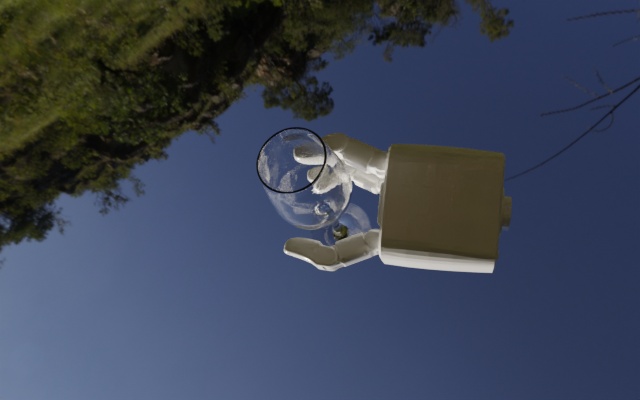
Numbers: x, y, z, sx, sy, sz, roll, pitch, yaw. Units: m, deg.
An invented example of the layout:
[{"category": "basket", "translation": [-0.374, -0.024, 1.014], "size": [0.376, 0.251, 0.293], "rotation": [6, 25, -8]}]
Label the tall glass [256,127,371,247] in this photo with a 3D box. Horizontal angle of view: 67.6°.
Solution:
[{"category": "tall glass", "translation": [0.000, 0.002, 0.485], "size": [0.079, 0.079, 0.201], "rotation": [0, -21, 16]}]
